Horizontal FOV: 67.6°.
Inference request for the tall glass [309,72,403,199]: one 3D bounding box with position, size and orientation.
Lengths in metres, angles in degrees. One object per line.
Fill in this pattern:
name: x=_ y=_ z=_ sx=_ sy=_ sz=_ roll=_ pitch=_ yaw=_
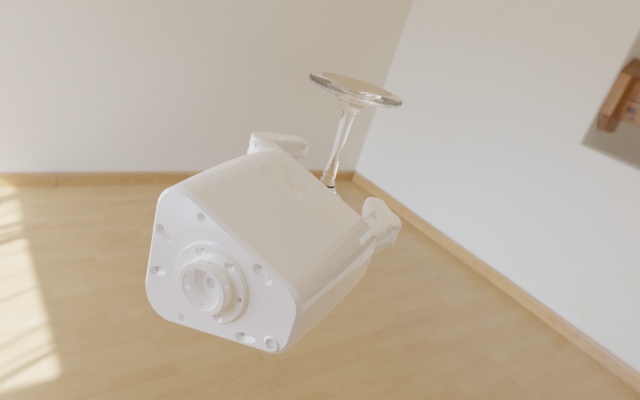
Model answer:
tall glass: x=0.000 y=0.001 z=0.403 sx=0.079 sy=0.201 sz=0.079 roll=14 pitch=24 yaw=-7
